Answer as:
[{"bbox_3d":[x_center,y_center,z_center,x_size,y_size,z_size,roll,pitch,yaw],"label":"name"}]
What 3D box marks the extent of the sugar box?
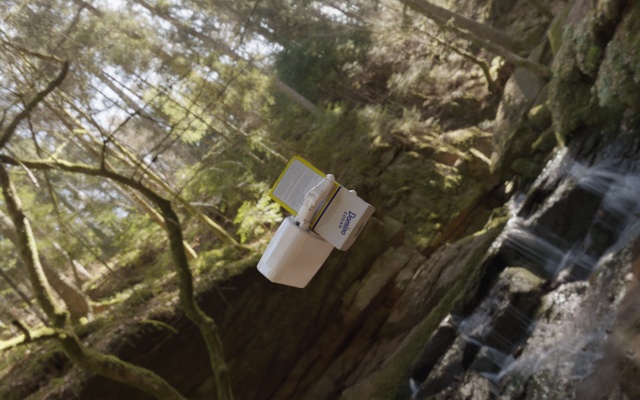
[{"bbox_3d":[0.000,0.003,0.849,0.176,0.093,0.048,36,6,22],"label":"sugar box"}]
